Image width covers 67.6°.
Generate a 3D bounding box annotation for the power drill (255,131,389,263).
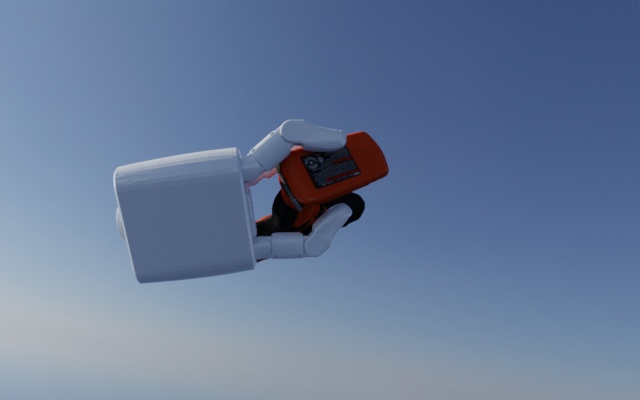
[{"bbox_3d":[0.000,0.002,0.524,0.184,0.057,0.188,-22,-18,-29],"label":"power drill"}]
